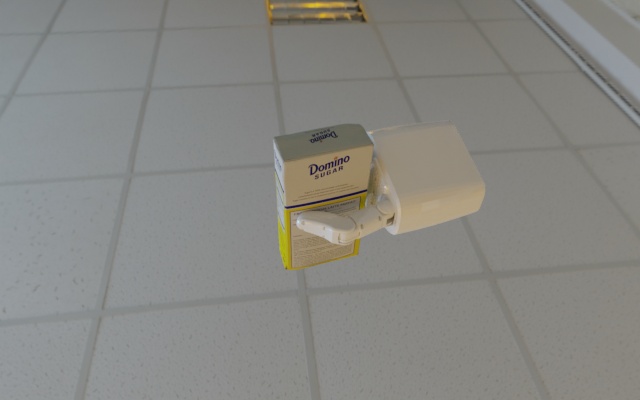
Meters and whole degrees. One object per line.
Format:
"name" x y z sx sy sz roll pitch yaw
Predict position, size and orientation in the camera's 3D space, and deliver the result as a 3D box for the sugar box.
"sugar box" 0.000 0.001 0.519 0.093 0.176 0.048 -12 46 -14
